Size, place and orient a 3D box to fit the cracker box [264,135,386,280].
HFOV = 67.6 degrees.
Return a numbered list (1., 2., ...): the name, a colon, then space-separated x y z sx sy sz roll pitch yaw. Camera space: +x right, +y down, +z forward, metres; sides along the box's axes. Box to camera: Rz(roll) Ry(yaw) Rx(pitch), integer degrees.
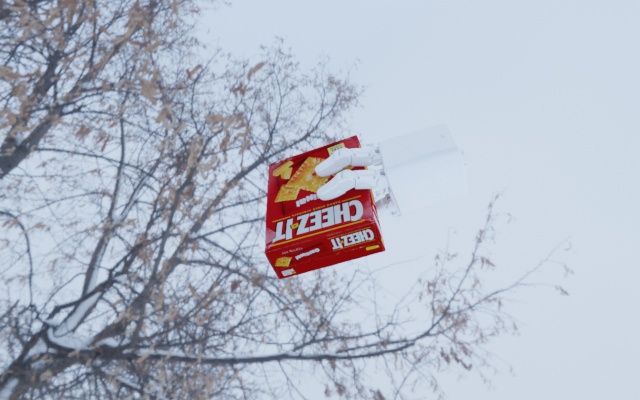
1. cracker box: 0.000 0.002 0.744 0.164 0.072 0.213 -17 39 11
